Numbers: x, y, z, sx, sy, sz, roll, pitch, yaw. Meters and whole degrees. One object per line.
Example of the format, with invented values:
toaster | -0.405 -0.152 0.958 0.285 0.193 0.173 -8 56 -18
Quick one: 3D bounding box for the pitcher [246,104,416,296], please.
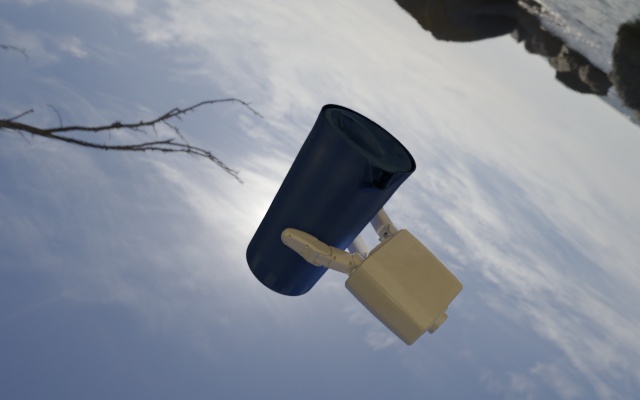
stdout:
pitcher | 0.000 0.002 0.624 0.145 0.243 0.149 42 28 14
